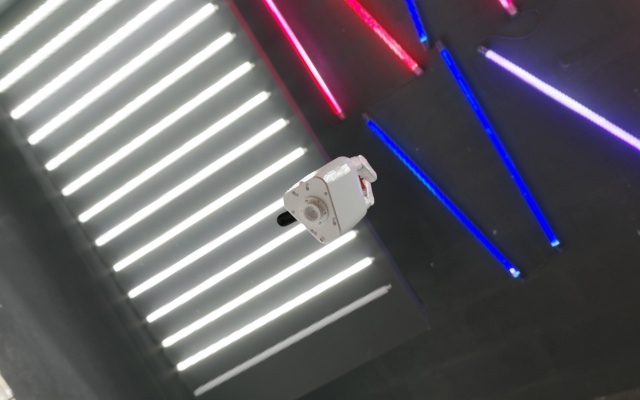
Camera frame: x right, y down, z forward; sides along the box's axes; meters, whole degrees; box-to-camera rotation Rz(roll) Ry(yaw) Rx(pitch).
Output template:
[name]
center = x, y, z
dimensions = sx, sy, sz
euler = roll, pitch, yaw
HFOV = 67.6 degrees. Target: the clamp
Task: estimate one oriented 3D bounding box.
[clamp]
center = 0.001, 0.003, 0.888
dimensions = 0.171, 0.039, 0.120
euler = -29, 3, 33
